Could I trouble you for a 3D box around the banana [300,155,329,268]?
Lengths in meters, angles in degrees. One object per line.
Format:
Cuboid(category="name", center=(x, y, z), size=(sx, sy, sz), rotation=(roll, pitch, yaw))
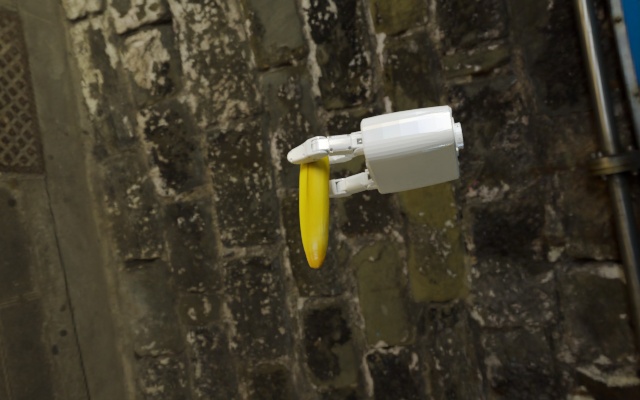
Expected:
Cuboid(category="banana", center=(-0.004, -0.012, 0.618), size=(0.037, 0.197, 0.070), rotation=(-8, -39, 12))
